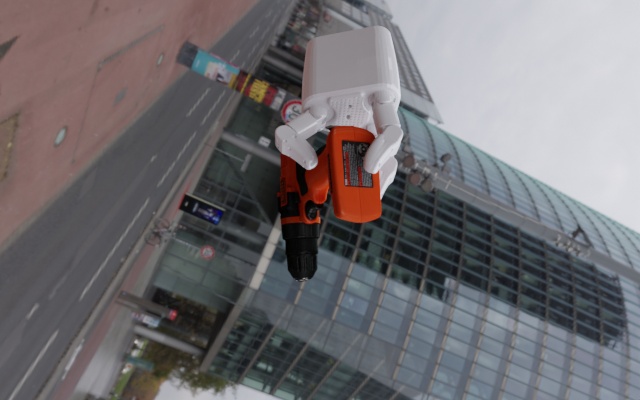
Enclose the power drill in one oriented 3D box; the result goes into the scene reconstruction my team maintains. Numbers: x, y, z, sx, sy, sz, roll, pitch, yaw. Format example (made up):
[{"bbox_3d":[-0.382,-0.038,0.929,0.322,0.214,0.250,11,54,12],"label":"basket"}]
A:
[{"bbox_3d":[0.000,0.002,0.573,0.057,0.184,0.188,0,-10,-27],"label":"power drill"}]
